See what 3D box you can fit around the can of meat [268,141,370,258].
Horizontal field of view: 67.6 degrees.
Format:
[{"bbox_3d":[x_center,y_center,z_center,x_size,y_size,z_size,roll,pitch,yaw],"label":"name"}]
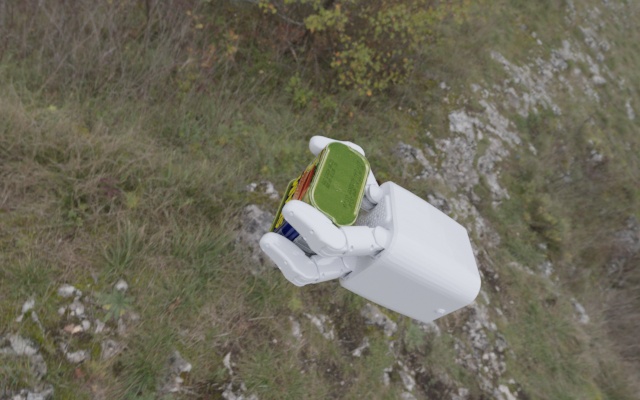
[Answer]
[{"bbox_3d":[0.000,0.001,0.473,0.057,0.102,0.084,31,-41,-13],"label":"can of meat"}]
